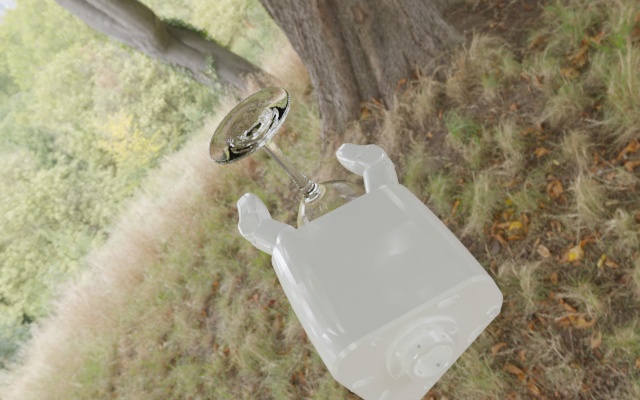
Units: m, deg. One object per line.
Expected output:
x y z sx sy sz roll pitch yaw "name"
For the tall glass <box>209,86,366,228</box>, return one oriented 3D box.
0.000 0.001 0.409 0.079 0.079 0.201 0 -35 41 "tall glass"
